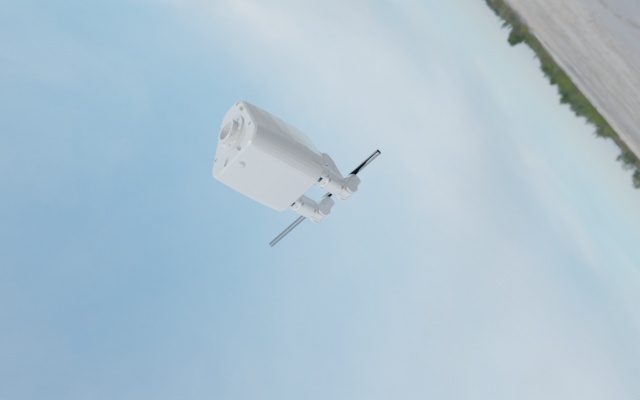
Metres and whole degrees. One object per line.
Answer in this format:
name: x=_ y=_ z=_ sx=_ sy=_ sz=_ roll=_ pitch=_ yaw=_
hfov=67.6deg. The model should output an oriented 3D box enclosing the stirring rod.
stirring rod: x=0.000 y=0.002 z=0.707 sx=0.240 sy=0.011 sz=0.011 roll=-41 pitch=-23 yaw=29
